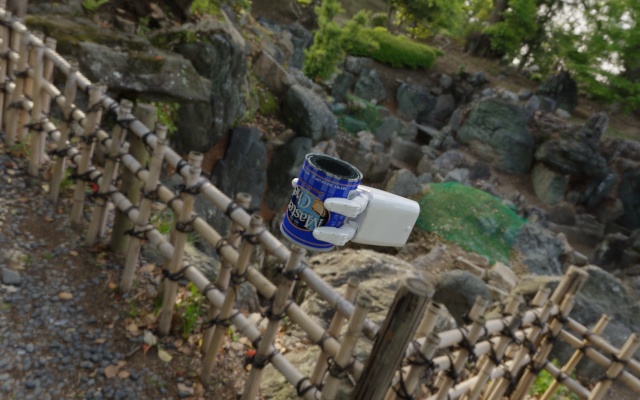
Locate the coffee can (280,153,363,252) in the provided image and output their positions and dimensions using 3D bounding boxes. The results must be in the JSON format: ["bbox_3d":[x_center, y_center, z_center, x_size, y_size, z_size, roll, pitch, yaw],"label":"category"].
[{"bbox_3d":[0.000,0.003,0.825,0.103,0.140,0.102,18,21,-7],"label":"coffee can"}]
